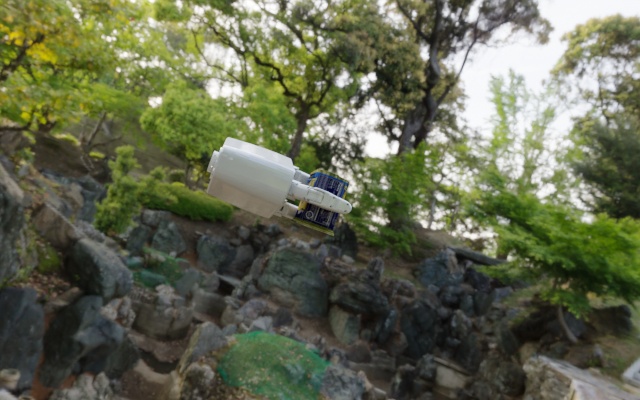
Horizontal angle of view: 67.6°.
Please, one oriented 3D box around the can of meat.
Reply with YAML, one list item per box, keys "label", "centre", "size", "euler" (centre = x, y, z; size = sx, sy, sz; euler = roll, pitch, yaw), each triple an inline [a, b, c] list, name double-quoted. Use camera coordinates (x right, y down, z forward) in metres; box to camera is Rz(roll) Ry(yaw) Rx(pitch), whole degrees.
- label: "can of meat"
  centre: [0.000, 0.002, 0.714]
  size: [0.057, 0.084, 0.102]
  euler: [20, -4, -9]
